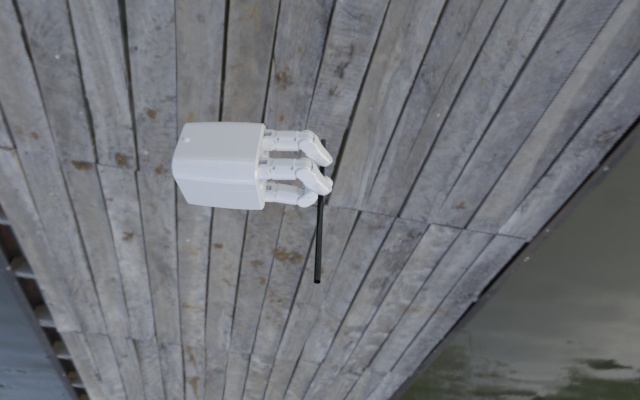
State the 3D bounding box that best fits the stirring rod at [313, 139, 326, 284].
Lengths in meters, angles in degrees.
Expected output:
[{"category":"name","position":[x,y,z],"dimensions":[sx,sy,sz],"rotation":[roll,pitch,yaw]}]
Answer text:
[{"category":"stirring rod","position":[0.000,0.002,0.610],"dimensions":[0.011,0.239,0.011],"rotation":[1,-43,1]}]
